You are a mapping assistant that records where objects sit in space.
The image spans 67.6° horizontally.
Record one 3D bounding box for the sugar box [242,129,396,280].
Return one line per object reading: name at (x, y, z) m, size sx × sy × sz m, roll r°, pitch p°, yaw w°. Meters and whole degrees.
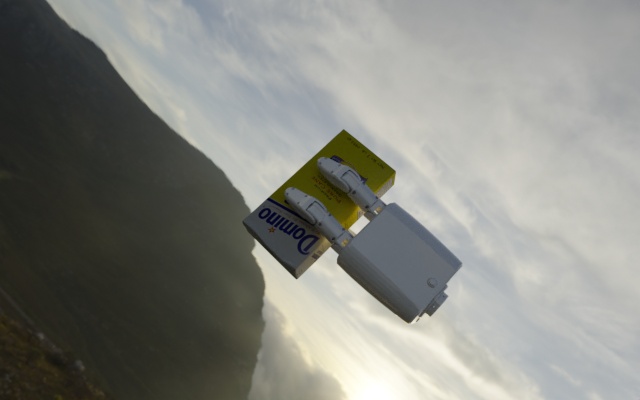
sugar box at (0.000, 0.002, 0.590) m, size 0.093 × 0.176 × 0.048 m, roll 41°, pitch -17°, yaw 19°
